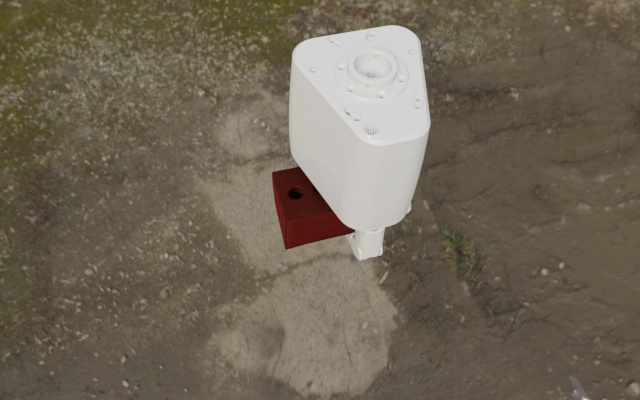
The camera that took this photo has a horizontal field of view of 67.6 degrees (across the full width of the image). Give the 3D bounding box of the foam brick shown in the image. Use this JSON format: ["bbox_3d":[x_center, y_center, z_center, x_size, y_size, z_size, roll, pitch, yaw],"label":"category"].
[{"bbox_3d":[0.000,0.002,0.420,0.078,0.053,0.051,-13,-30,-9],"label":"foam brick"}]
